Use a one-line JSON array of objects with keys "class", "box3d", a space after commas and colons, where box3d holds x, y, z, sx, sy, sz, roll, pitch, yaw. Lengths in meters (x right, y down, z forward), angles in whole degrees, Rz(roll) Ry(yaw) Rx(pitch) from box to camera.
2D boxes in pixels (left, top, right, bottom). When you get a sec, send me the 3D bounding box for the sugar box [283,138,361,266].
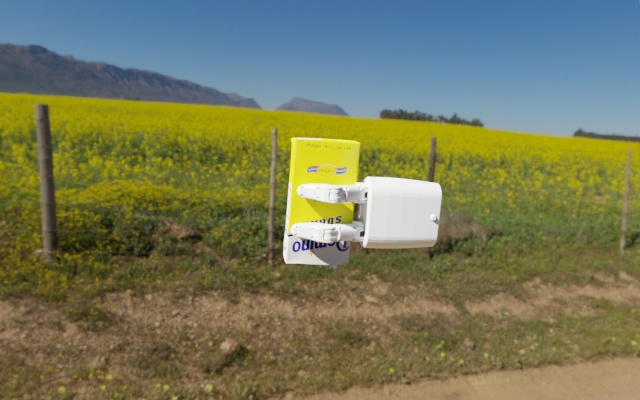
[{"class": "sugar box", "box3d": [0.000, 0.002, 0.671, 0.093, 0.176, 0.048, 2, 9, -10]}]
